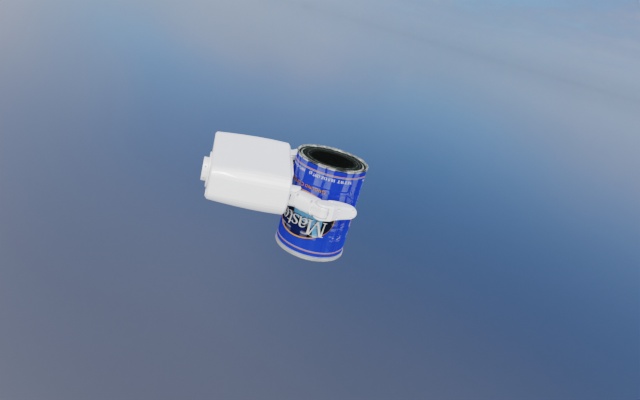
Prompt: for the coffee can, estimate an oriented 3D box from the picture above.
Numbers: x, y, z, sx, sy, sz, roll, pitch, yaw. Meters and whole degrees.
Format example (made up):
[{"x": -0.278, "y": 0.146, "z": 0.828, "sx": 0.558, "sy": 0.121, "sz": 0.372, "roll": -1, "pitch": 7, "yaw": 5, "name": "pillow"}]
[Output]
[{"x": 0.000, "y": 0.002, "z": 0.689, "sx": 0.103, "sy": 0.140, "sz": 0.102, "roll": 14, "pitch": 21, "yaw": -5, "name": "coffee can"}]
